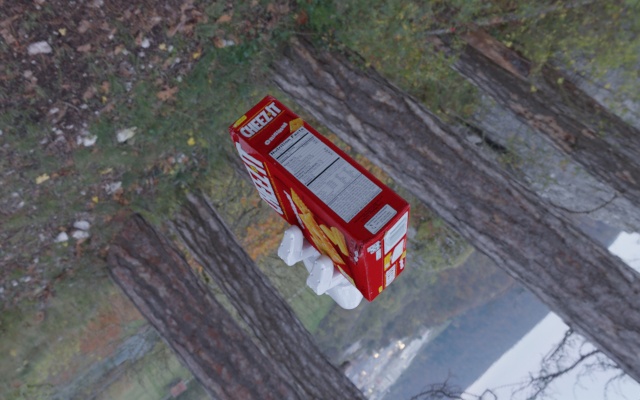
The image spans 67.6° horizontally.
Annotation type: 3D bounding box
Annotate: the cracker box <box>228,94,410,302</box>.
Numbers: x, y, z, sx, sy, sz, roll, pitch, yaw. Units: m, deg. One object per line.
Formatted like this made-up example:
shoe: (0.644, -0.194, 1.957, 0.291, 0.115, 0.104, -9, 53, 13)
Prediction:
cracker box: (0.000, 0.002, 0.553, 0.213, 0.072, 0.164, 41, -17, 25)
